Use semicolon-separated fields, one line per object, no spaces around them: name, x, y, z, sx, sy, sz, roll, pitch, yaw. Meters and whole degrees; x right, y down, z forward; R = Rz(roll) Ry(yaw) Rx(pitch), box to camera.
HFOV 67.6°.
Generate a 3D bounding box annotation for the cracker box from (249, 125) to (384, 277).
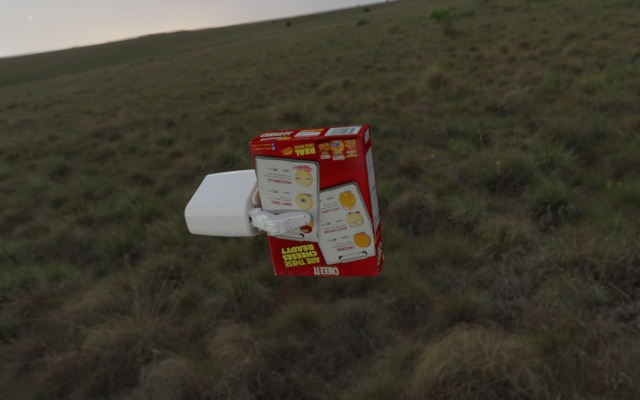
cracker box;0.000;0.002;0.699;0.164;0.214;0.072;-2;23;18
